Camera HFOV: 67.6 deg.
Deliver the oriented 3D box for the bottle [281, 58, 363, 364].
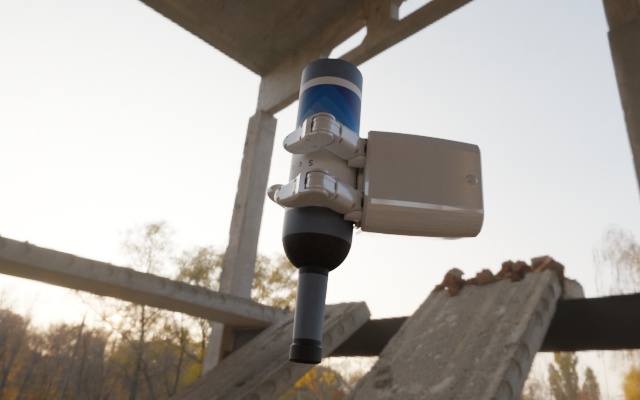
[{"bbox_3d":[0.000,0.001,0.459,0.069,0.295,0.069,5,-24,2],"label":"bottle"}]
